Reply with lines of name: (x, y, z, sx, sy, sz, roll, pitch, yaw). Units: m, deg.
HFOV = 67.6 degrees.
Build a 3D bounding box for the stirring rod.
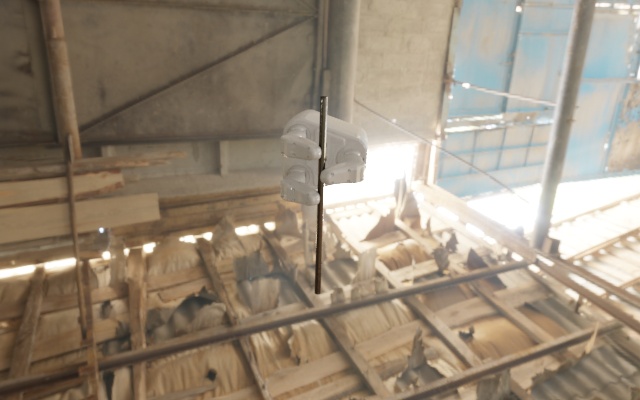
stirring rod: (0.000, 0.002, 0.554, 0.011, 0.240, 0.011, 2, 20, -1)
